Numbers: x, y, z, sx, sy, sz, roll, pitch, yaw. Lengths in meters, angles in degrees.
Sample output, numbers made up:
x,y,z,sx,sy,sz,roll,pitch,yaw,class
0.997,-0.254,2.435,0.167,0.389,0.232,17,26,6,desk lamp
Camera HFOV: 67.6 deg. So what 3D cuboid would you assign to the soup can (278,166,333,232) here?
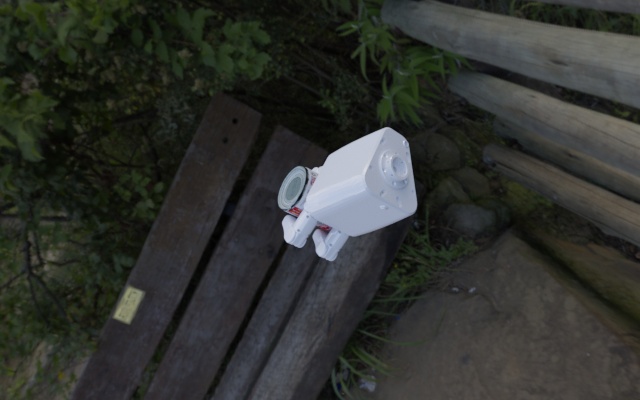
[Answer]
x,y,z,sx,sy,sz,roll,pitch,yaw,class
0.000,0.002,0.672,0.102,0.068,0.068,27,-14,-30,soup can
